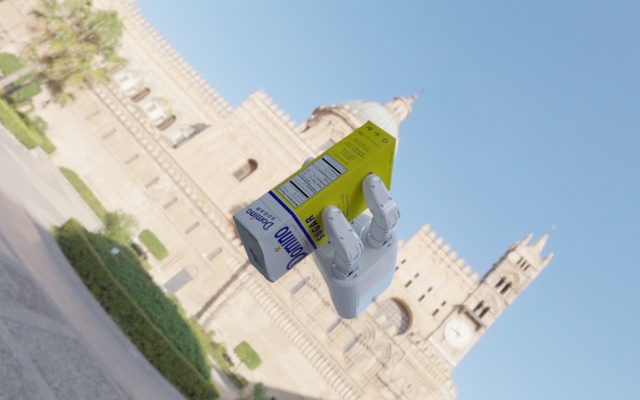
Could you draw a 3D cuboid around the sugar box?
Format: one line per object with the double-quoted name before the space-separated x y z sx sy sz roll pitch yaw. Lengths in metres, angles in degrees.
"sugar box" 0.001 0.002 0.489 0.048 0.176 0.093 40 -23 27
